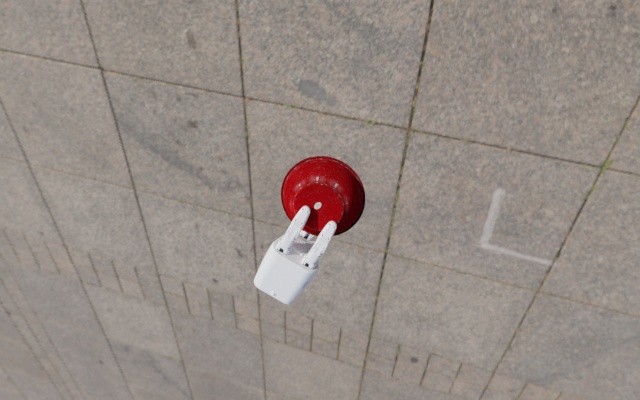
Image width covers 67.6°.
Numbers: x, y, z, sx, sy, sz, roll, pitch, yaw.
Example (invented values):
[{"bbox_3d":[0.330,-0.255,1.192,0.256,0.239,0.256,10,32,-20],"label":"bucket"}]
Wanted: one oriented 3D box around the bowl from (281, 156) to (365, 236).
[{"bbox_3d":[0.000,0.002,0.874,0.162,0.162,0.055,0,20,9],"label":"bowl"}]
